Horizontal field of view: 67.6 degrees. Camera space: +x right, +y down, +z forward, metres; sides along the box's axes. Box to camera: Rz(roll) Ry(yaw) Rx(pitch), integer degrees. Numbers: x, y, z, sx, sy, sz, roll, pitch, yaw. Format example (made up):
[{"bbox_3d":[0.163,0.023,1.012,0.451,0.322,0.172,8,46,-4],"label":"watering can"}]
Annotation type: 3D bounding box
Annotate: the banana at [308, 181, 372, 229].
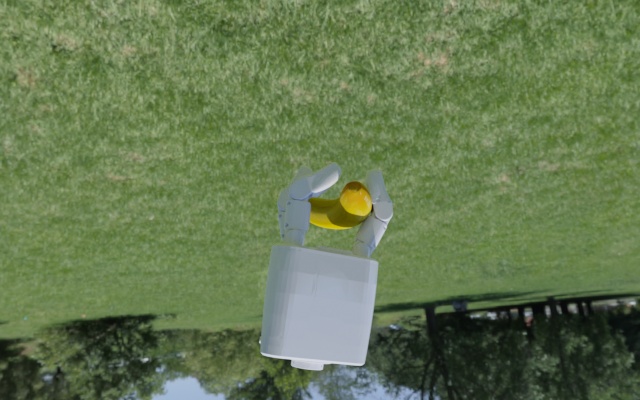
[{"bbox_3d":[0.014,0.009,0.551,0.069,0.037,0.198,24,-13,-23],"label":"banana"}]
